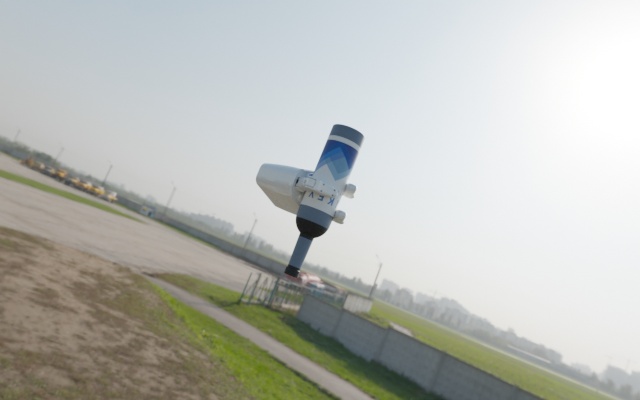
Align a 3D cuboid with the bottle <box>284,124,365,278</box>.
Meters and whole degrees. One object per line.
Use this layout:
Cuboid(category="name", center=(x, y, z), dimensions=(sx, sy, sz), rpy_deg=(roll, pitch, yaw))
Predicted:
Cuboid(category="bottle", center=(0.000, 0.003, 0.897), dimensions=(0.069, 0.295, 0.069), rpy_deg=(22, -8, 3))
